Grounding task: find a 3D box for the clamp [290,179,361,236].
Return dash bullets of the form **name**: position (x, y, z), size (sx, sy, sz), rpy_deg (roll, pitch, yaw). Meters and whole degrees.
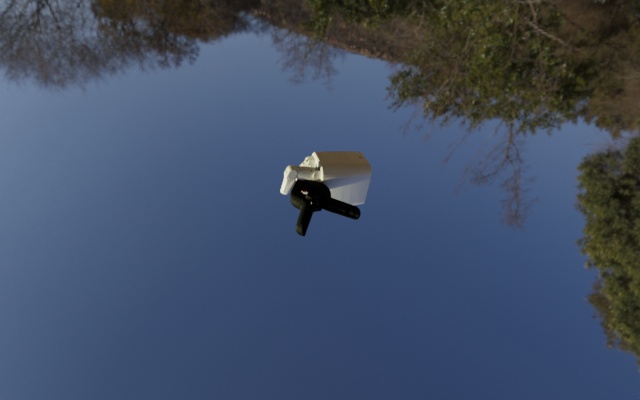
- **clamp**: position (0.000, 0.003, 0.896), size (0.120, 0.039, 0.171), rpy_deg (-7, 34, -11)
